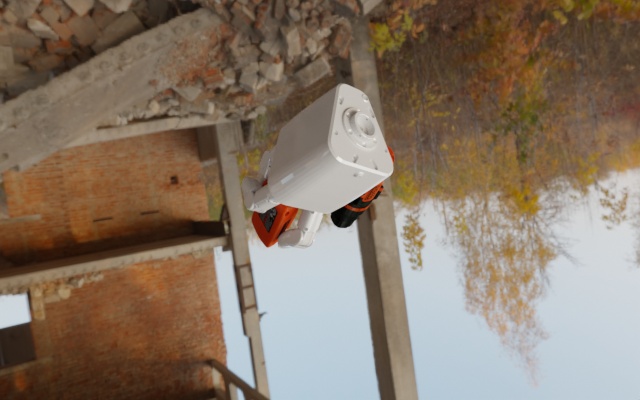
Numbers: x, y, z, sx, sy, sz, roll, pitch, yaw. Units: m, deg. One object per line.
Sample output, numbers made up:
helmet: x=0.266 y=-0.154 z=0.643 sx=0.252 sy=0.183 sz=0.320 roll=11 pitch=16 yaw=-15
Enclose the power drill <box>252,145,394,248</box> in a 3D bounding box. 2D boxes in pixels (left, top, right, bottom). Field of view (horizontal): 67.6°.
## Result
power drill: x=0.000 y=0.002 z=0.670 sx=0.187 sy=0.057 sz=0.185 roll=-20 pitch=-27 yaw=-31
